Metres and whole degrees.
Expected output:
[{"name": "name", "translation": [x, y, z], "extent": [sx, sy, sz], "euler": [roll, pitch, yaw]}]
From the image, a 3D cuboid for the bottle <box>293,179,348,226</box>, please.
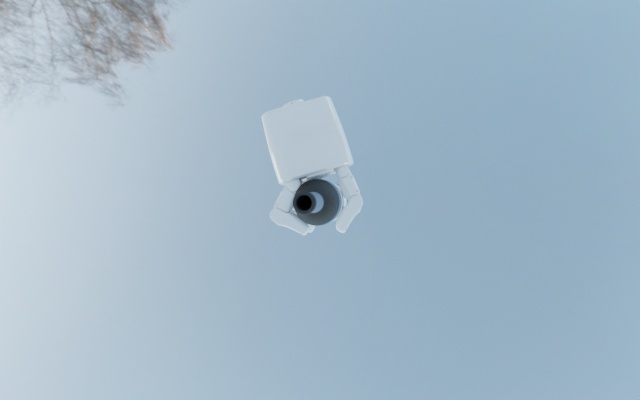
[{"name": "bottle", "translation": [0.000, 0.002, 0.706], "extent": [0.069, 0.069, 0.296], "euler": [0, 0, 8]}]
